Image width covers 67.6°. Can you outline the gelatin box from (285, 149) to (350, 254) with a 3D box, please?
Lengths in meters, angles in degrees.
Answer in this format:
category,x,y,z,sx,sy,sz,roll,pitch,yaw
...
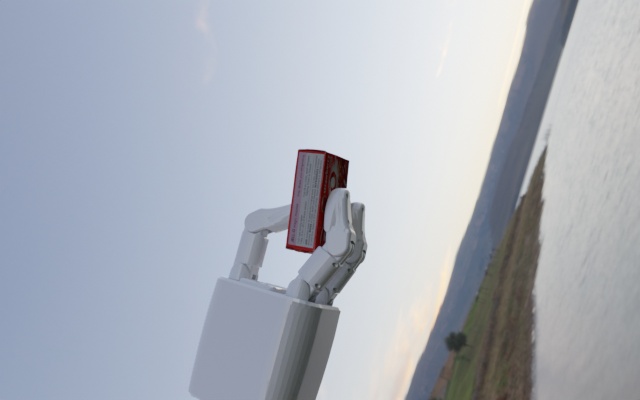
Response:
category,x,y,z,sx,sy,sz,roll,pitch,yaw
gelatin box,0.000,0.001,0.437,0.030,0.089,0.073,7,1,19
